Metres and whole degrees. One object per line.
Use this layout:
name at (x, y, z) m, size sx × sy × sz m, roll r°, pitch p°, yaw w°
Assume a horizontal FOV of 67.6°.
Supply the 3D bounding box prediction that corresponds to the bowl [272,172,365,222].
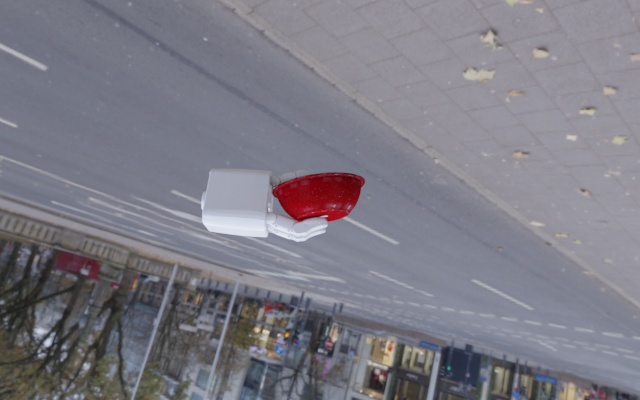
bowl at (0.001, 0.003, 0.817) m, size 0.162 × 0.055 × 0.162 m, roll -7°, pitch -14°, yaw -2°
